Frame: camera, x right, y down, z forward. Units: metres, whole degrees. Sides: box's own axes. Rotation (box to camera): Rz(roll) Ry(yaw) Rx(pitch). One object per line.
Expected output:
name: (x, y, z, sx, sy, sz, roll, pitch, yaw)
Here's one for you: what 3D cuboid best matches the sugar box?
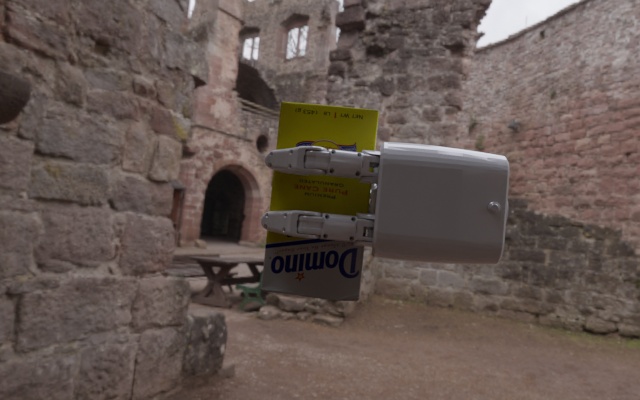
sugar box: (0.000, 0.001, 0.450, 0.093, 0.176, 0.048, 5, -3, 4)
